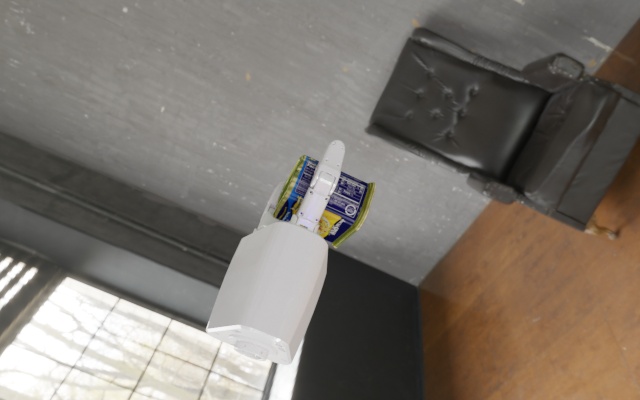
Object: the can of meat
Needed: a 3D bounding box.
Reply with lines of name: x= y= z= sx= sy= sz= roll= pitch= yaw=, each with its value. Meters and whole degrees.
can of meat: x=0.000 y=0.001 z=0.520 sx=0.084 sy=0.057 sz=0.102 roll=24 pitch=-25 yaw=-7
